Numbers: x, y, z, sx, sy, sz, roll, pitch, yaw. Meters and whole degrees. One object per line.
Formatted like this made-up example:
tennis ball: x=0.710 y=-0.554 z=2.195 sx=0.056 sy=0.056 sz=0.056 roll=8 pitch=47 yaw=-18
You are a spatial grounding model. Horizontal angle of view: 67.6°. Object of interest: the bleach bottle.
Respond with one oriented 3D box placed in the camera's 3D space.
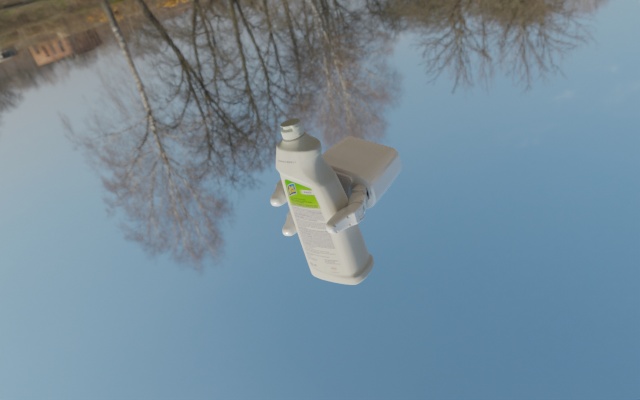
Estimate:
bleach bottle: x=0.000 y=0.002 z=0.691 sx=0.102 sy=0.251 sz=0.068 roll=4 pitch=34 yaw=36
